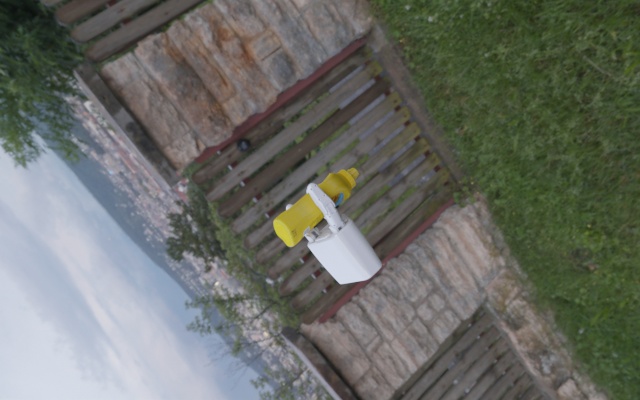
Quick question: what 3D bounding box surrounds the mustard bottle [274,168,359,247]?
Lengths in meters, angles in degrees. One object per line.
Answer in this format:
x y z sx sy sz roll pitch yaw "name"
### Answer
0.000 0.003 0.897 0.191 0.058 0.096 -40 -14 -18 "mustard bottle"
